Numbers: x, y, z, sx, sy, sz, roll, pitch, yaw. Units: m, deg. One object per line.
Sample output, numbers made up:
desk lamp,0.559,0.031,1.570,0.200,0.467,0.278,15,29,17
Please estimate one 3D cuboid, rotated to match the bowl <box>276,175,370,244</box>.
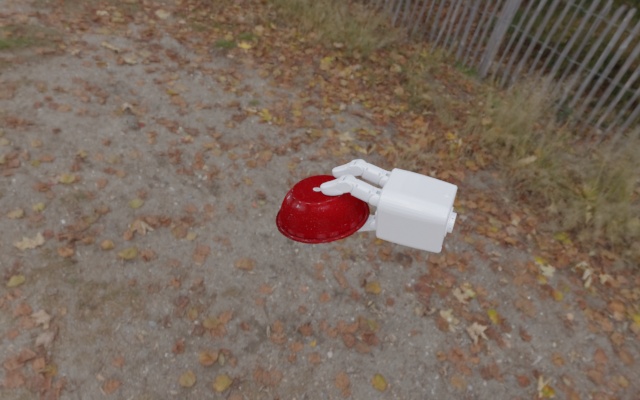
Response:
bowl,-0.001,0.002,0.802,0.162,0.055,0.162,-6,32,4
